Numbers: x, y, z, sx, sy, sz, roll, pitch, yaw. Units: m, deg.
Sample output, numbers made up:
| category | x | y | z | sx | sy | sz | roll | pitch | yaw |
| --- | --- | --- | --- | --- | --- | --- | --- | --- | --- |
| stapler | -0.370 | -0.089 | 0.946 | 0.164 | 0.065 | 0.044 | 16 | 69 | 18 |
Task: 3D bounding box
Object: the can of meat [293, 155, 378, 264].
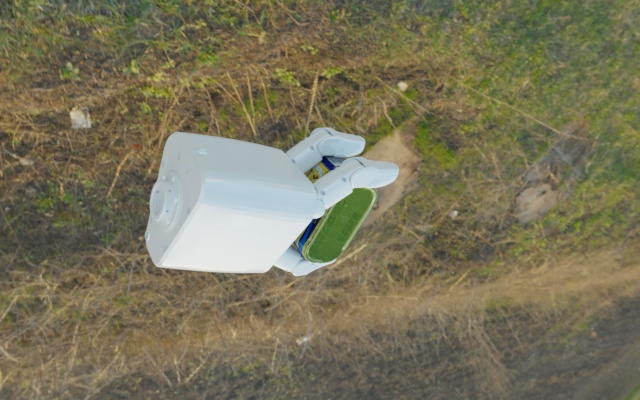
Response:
| category | x | y | z | sx | sy | sz | roll | pitch | yaw |
| --- | --- | --- | --- | --- | --- | --- | --- | --- | --- |
| can of meat | 0.000 | 0.002 | 0.489 | 0.057 | 0.102 | 0.084 | 13 | 25 | -41 |
